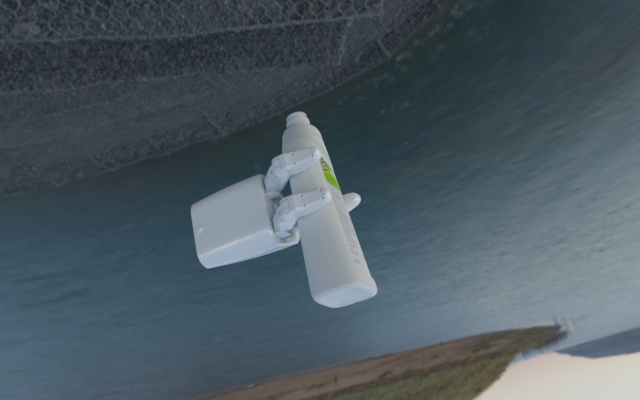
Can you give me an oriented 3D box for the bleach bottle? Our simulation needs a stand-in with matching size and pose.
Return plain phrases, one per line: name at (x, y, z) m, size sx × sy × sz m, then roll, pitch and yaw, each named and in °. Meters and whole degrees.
bleach bottle at (0.000, 0.002, 0.604) m, size 0.068 × 0.250 × 0.103 m, roll -20°, pitch -24°, yaw 12°
